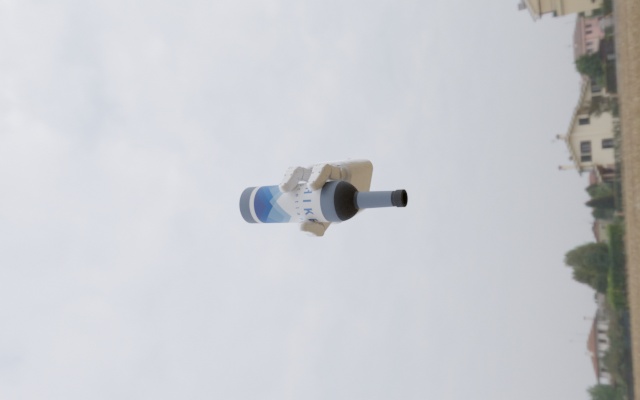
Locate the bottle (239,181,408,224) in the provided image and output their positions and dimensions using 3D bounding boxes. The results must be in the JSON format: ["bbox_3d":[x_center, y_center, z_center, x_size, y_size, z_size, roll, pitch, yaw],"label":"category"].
[{"bbox_3d":[0.000,0.003,0.788,0.296,0.069,0.069,-3,-2,31],"label":"bottle"}]
